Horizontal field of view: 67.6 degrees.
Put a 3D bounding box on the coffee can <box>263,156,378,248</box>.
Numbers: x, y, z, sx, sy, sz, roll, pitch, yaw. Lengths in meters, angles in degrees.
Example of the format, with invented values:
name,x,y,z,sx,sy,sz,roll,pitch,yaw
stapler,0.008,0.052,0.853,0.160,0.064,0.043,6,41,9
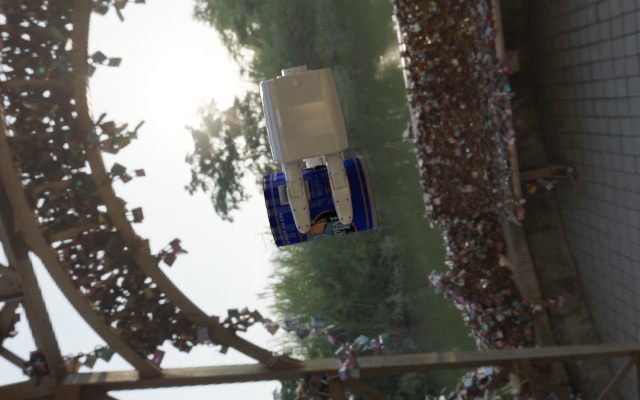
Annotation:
name,x,y,z,sx,sy,sz,roll,pitch,yaw
coffee can,0.000,0.002,0.660,0.140,0.103,0.103,-11,0,1
